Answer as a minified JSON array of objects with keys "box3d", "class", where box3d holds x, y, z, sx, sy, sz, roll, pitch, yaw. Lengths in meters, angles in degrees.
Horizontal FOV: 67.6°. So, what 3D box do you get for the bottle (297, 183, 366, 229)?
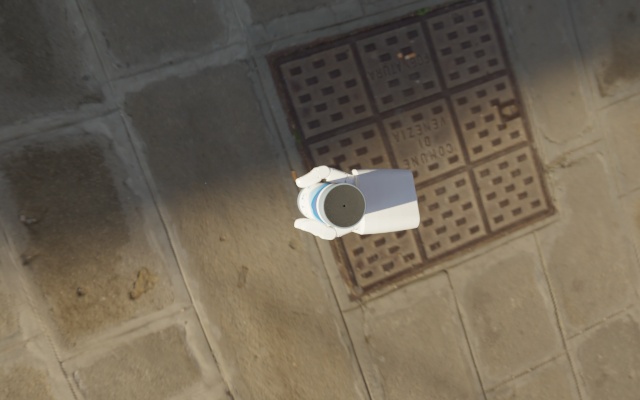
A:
[{"box3d":[0.000,0.003,0.824,0.069,0.069,0.295,0,2,-13],"class":"bottle"}]
